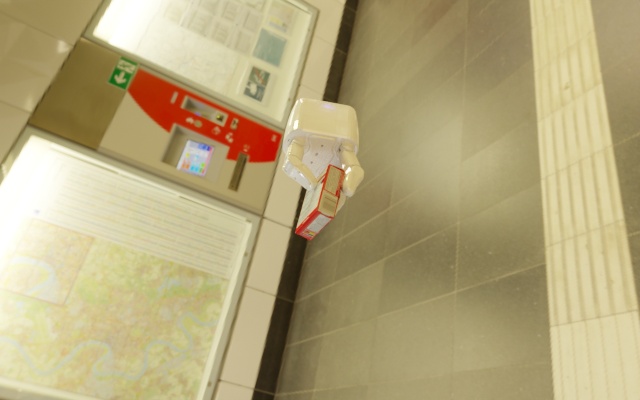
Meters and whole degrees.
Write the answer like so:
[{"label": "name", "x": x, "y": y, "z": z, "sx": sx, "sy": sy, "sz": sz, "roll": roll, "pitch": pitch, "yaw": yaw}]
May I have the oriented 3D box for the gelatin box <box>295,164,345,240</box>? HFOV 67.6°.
[{"label": "gelatin box", "x": 0.000, "y": 0.002, "z": 0.685, "sx": 0.030, "sy": 0.089, "sz": 0.073, "roll": 26, "pitch": -39, "yaw": -15}]
